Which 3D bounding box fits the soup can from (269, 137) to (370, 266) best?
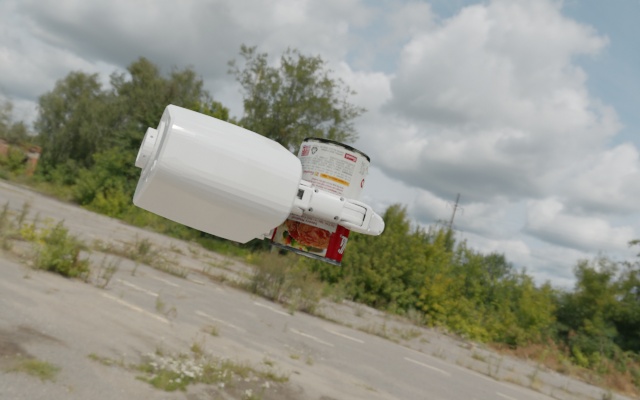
[{"bbox_3d":[0.001,0.001,0.436,0.068,0.102,0.068,17,-7,2],"label":"soup can"}]
